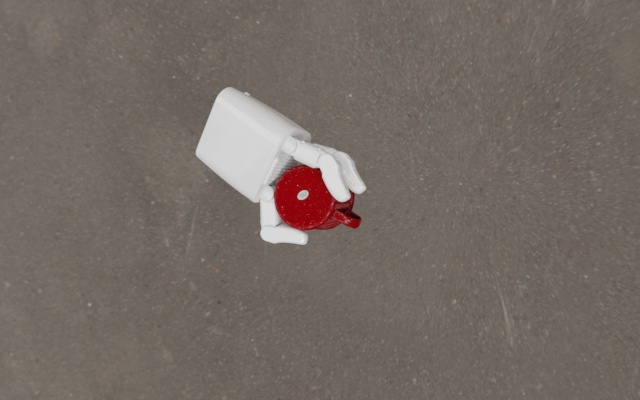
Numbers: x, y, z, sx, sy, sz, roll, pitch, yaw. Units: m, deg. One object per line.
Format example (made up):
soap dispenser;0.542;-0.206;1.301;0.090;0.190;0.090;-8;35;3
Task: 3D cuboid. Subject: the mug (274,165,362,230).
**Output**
mug;0.001;0.003;0.617;0.117;0.093;0.081;35;11;13
